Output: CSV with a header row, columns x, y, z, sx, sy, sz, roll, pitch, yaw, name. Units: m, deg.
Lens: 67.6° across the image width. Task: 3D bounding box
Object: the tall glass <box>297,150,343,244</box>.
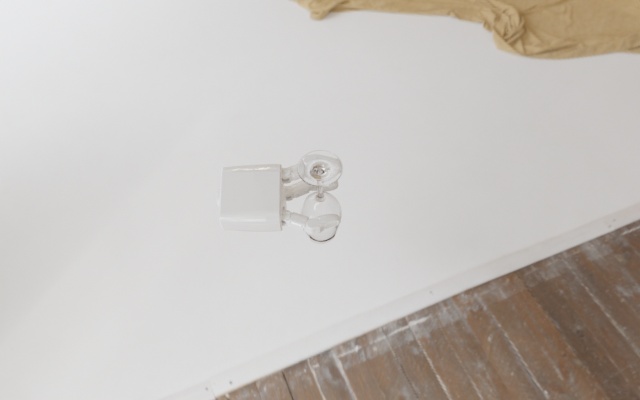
x,y,z,sx,sy,sz,roll,pitch,yaw,name
0.000,0.002,0.853,0.079,0.079,0.201,0,-34,1,tall glass
